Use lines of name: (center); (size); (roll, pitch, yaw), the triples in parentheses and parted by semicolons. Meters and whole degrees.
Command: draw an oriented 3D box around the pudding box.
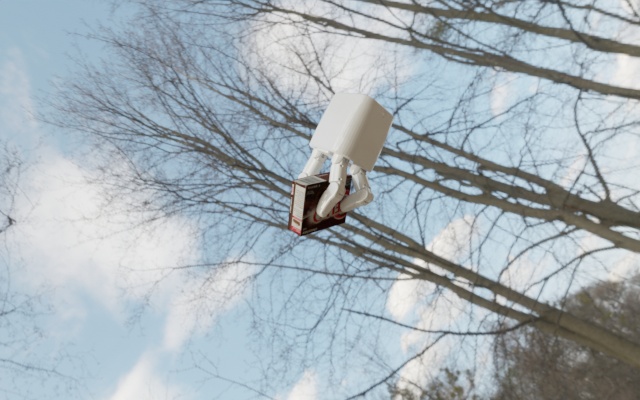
pudding box: (0.000, 0.002, 0.797); (0.113, 0.090, 0.039); (-13, 28, -42)
